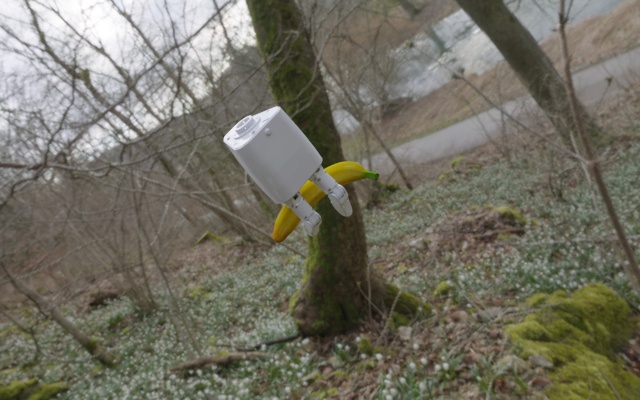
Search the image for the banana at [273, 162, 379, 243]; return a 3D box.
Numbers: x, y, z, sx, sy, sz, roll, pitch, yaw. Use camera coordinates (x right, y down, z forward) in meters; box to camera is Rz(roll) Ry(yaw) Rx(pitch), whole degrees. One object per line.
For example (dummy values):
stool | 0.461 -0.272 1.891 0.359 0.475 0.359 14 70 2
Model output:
banana | -0.005 -0.009 0.774 0.198 0.037 0.069 -34 41 -3
